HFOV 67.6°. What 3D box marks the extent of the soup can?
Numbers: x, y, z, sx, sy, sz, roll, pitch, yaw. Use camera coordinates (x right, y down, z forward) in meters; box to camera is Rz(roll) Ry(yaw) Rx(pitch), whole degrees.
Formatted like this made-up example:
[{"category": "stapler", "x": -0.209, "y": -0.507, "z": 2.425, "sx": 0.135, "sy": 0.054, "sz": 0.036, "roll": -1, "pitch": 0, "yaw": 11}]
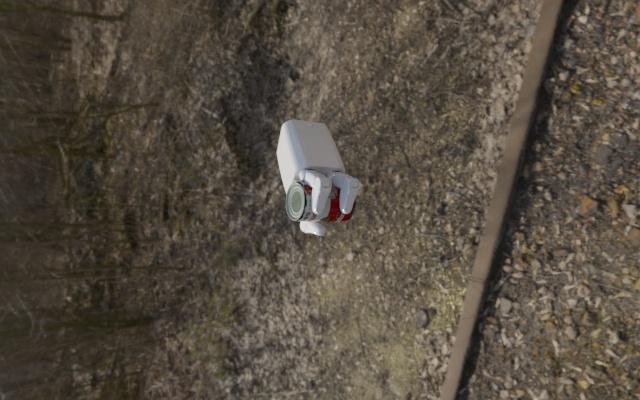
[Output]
[{"category": "soup can", "x": 0.000, "y": 0.003, "z": 0.817, "sx": 0.102, "sy": 0.068, "sz": 0.068, "roll": 2, "pitch": -1, "yaw": -32}]
